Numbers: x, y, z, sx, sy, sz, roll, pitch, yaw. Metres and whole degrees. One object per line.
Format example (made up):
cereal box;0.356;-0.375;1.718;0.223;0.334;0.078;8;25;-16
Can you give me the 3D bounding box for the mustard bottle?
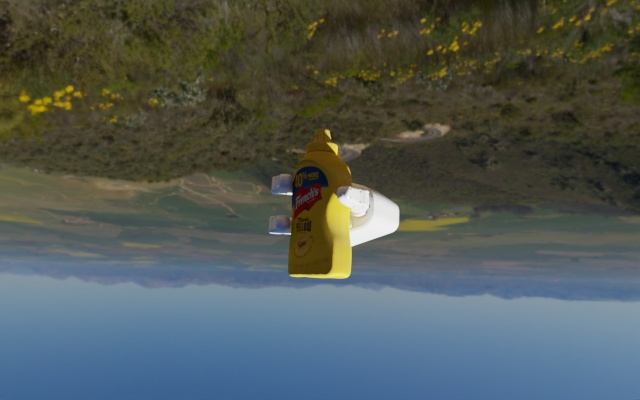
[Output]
mustard bottle;0.000;0.002;0.612;0.058;0.191;0.096;9;-12;-34
